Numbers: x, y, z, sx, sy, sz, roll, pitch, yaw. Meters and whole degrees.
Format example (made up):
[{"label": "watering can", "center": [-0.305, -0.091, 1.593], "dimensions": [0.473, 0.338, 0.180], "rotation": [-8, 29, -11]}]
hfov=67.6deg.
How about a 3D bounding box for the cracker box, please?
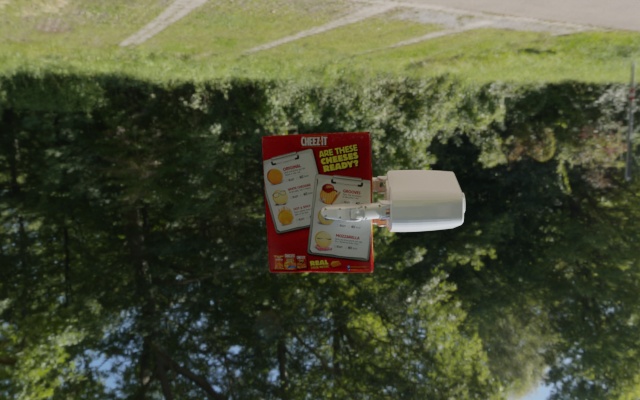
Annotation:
[{"label": "cracker box", "center": [0.000, 0.003, 0.748], "dimensions": [0.164, 0.214, 0.072], "rotation": [-1, 10, 6]}]
